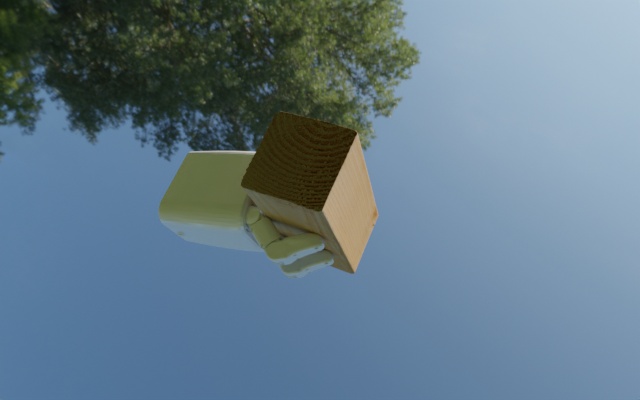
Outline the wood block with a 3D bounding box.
[{"bbox_3d":[0.000,0.001,0.540,0.090,0.090,0.206,17,-19,19],"label":"wood block"}]
